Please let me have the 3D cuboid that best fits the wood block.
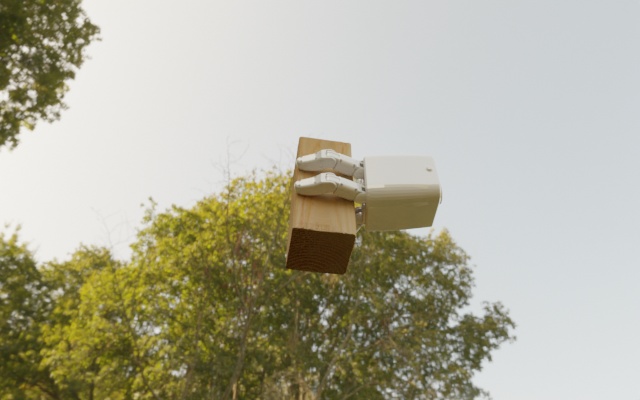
[{"bbox_3d":[0.000,0.003,0.737,0.090,0.091,0.206,7,43,-5],"label":"wood block"}]
